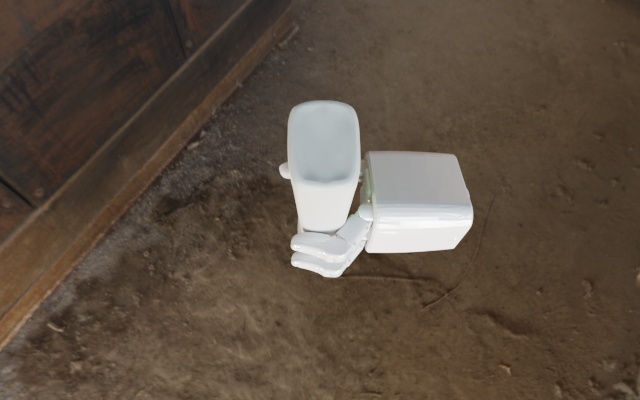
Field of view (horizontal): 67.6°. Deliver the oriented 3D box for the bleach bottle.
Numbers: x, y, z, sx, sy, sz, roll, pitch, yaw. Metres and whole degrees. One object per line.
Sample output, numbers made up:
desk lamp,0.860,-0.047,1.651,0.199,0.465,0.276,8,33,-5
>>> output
bleach bottle,0.000,0.002,0.548,0.068,0.102,0.251,0,-25,-2
